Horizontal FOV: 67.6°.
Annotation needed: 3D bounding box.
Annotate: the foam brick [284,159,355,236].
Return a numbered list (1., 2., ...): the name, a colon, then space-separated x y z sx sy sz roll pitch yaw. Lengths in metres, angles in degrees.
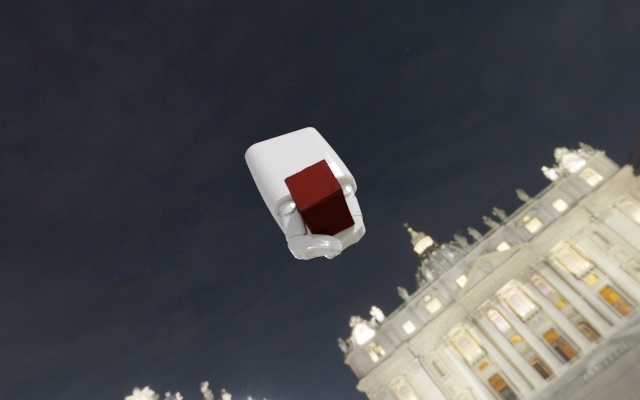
1. foam brick: 0.000 0.002 0.541 0.053 0.051 0.078 -26 -34 -1
